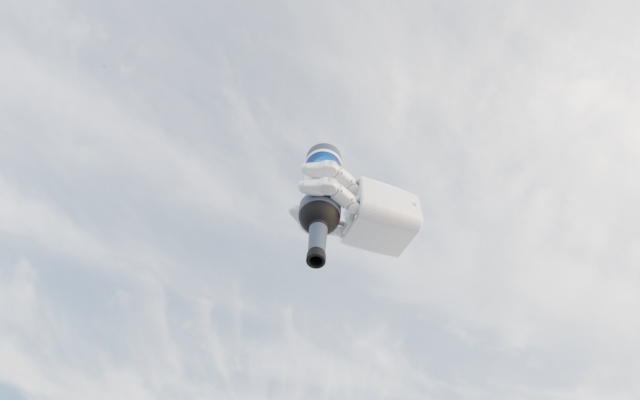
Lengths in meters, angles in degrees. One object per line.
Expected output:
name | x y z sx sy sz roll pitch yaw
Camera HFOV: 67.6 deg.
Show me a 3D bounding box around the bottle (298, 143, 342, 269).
bottle | 0.000 0.002 0.775 0.069 0.069 0.295 0 34 3
